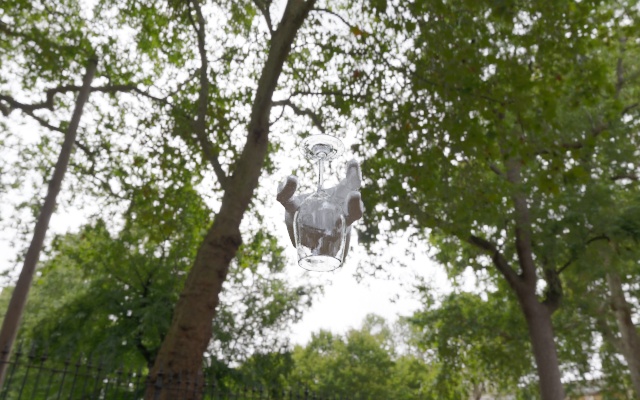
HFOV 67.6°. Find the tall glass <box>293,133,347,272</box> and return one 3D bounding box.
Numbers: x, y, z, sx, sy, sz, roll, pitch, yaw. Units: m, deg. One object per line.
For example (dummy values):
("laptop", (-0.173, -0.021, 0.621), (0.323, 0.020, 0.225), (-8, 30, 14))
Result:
("tall glass", (0.000, 0.002, 0.713), (0.079, 0.201, 0.079), (1, -30, 0))
